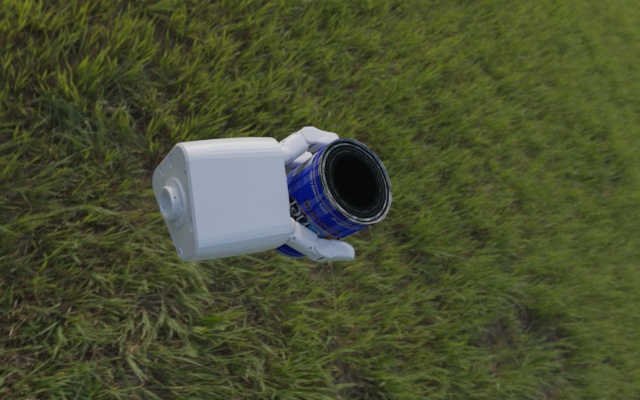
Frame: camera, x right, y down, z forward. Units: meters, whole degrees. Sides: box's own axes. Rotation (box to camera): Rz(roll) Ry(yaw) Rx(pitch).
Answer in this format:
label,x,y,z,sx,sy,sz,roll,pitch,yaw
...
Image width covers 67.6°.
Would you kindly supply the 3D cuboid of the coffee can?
label,x,y,z,sx,sy,sz,roll,pitch,yaw
coffee can,0.000,0.002,0.570,0.103,0.102,0.140,0,-20,-38
